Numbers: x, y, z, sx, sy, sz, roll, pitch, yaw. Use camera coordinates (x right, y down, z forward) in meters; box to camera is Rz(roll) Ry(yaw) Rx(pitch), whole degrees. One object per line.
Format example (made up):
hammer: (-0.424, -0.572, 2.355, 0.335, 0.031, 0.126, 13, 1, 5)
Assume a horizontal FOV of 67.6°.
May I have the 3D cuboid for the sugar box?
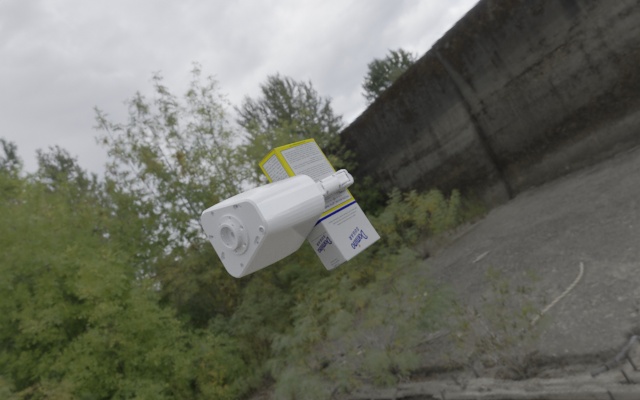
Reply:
sugar box: (0.000, 0.002, 0.660, 0.048, 0.176, 0.093, -35, -7, 39)
